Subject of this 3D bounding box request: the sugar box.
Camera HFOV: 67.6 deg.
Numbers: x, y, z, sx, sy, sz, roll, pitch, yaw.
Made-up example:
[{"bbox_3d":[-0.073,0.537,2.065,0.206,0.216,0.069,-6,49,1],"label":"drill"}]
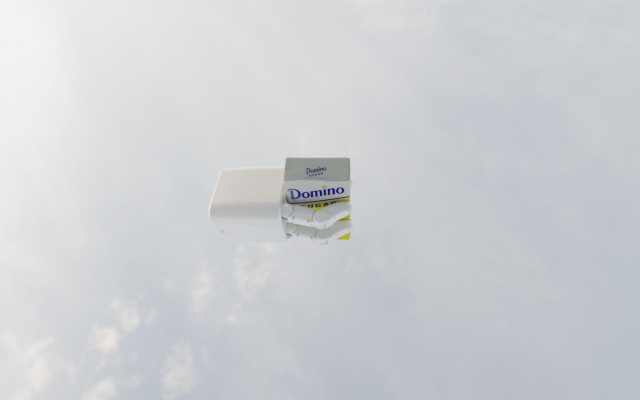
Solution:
[{"bbox_3d":[0.000,0.003,0.725,0.093,0.048,0.176,0,-29,5],"label":"sugar box"}]
